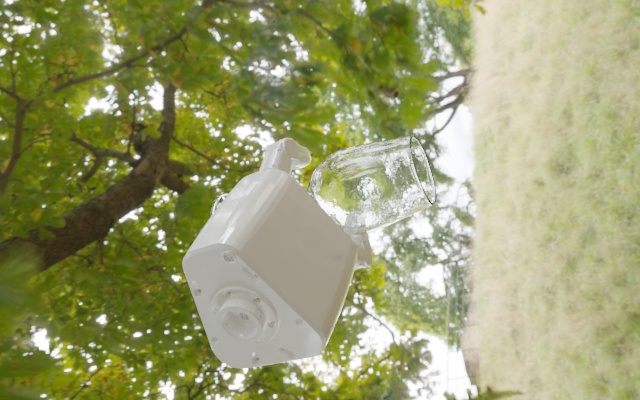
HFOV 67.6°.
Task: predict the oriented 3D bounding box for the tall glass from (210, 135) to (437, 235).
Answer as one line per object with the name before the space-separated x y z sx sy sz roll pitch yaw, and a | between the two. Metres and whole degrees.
tall glass | -0.001 0.002 0.440 0.201 0.079 0.079 -18 -7 24
